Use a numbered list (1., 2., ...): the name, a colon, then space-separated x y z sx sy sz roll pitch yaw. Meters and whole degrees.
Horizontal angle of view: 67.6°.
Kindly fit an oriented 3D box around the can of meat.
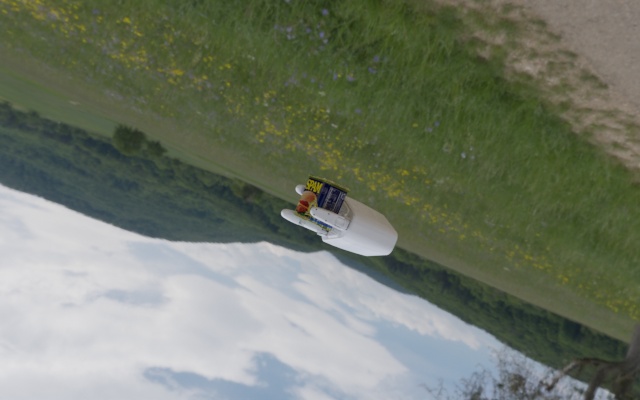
1. can of meat: 0.000 0.003 0.885 0.057 0.084 0.102 23 0 -25
